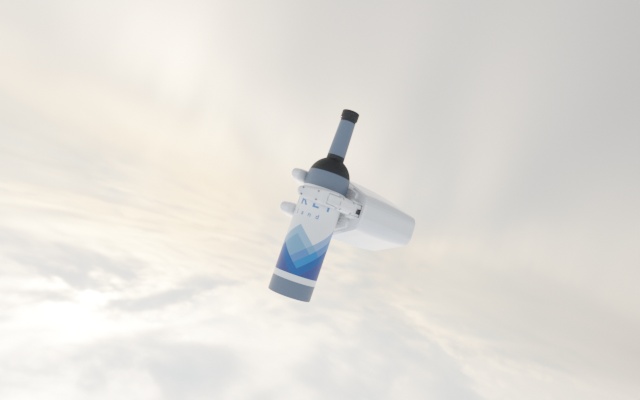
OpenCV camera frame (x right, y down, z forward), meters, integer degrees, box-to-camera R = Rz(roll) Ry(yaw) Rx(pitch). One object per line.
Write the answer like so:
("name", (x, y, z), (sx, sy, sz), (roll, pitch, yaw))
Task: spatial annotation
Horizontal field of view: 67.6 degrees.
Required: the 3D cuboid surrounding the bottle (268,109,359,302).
("bottle", (0.000, 0.003, 0.725), (0.069, 0.295, 0.069), (19, -5, 2))
